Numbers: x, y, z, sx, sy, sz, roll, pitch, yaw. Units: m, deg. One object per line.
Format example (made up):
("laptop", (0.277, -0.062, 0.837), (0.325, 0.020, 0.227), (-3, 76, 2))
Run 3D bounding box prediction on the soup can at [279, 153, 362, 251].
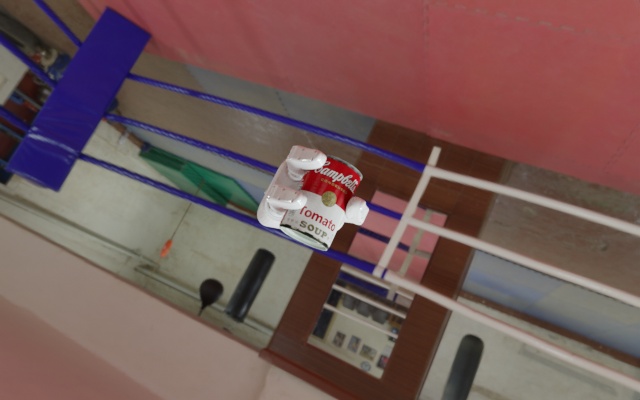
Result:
("soup can", (0.000, 0.002, 0.588), (0.068, 0.102, 0.068), (24, -13, 6))
